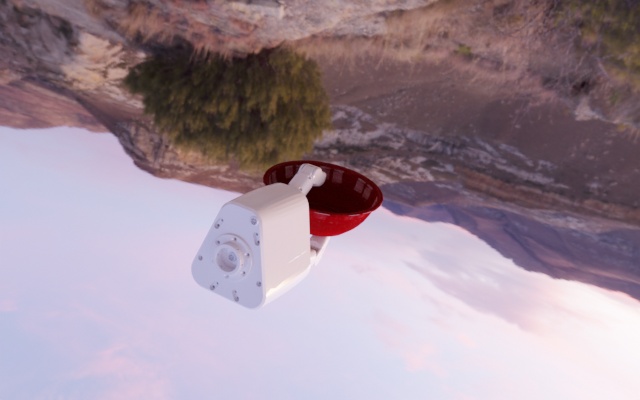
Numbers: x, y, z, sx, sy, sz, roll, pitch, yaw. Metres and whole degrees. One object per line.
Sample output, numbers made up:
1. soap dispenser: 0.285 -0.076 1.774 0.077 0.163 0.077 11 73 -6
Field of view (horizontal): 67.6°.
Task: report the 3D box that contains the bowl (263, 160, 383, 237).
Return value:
1. bowl: 0.001 0.002 0.647 0.162 0.055 0.162 9 27 -4
